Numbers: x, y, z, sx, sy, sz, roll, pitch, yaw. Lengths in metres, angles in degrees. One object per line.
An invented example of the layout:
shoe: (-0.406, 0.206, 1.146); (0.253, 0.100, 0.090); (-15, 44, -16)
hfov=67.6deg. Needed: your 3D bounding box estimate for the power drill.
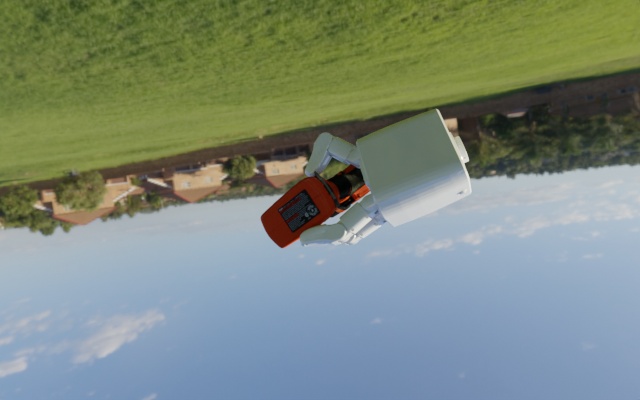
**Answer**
power drill: (0.000, 0.002, 0.663); (0.184, 0.057, 0.187); (-39, -5, 31)
